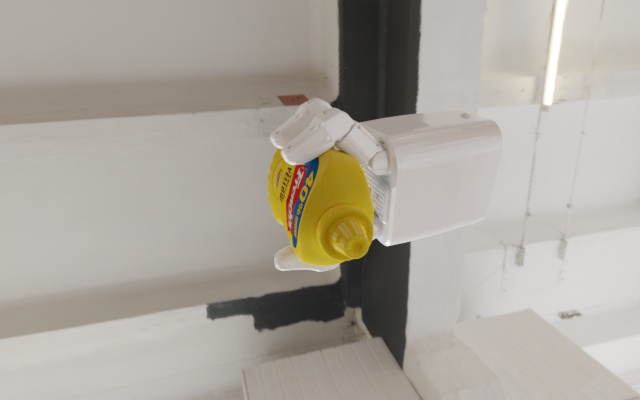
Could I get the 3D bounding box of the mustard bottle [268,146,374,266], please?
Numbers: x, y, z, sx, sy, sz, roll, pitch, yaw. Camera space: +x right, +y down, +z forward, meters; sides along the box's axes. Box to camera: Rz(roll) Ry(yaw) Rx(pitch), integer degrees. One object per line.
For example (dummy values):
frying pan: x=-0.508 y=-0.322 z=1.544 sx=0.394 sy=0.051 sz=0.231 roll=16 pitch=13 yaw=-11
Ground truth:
mustard bottle: x=0.000 y=0.001 z=0.409 sx=0.058 sy=0.096 sz=0.191 roll=12 pitch=15 yaw=-20
